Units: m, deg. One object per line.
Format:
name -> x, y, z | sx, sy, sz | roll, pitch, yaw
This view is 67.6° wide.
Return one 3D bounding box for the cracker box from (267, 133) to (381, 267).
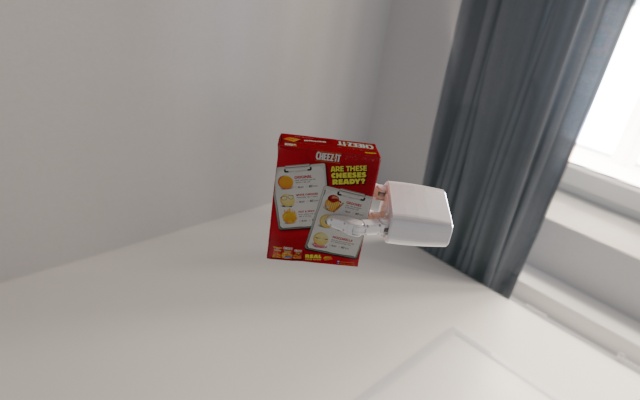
cracker box -> 0.000, 0.003, 0.813 | 0.164, 0.214, 0.072 | 6, 27, -6
